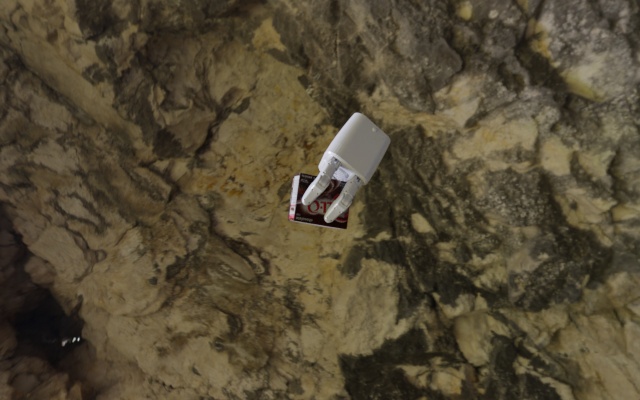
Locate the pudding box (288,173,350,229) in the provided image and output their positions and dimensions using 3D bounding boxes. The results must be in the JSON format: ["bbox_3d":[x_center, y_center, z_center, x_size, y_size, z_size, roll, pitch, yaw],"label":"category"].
[{"bbox_3d":[0.000,0.003,0.895,0.113,0.090,0.039,10,-8,-22],"label":"pudding box"}]
